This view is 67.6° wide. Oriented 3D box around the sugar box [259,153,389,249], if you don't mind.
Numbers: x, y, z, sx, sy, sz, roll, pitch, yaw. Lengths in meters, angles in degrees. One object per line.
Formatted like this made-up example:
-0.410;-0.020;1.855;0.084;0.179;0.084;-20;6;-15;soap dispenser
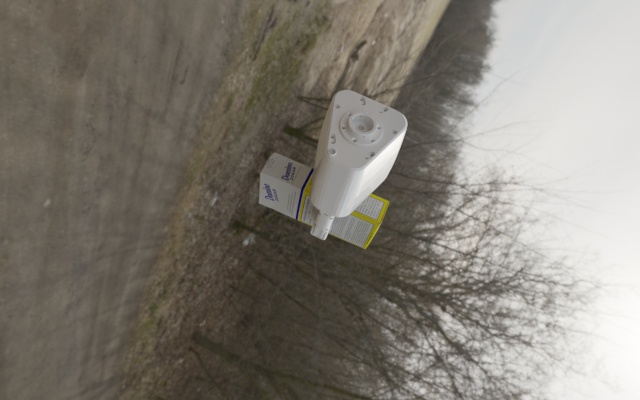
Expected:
0.000;0.002;0.677;0.176;0.048;0.093;26;-30;5;sugar box
